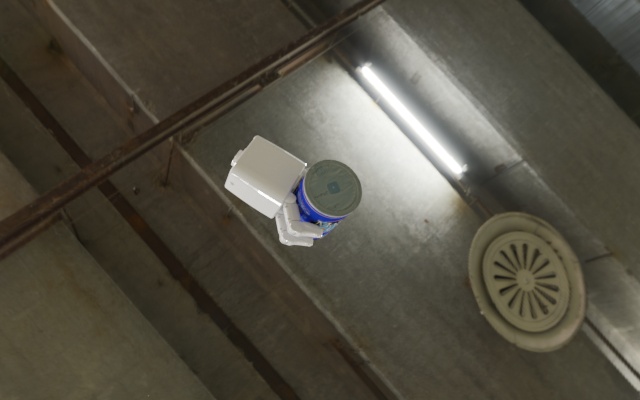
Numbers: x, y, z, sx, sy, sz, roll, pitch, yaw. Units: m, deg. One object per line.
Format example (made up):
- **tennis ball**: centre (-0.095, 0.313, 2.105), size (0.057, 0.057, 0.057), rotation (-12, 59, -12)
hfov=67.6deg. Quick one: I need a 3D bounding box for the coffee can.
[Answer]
- **coffee can**: centre (0.000, 0.003, 0.852), size (0.103, 0.102, 0.140), rotation (0, -21, -20)
